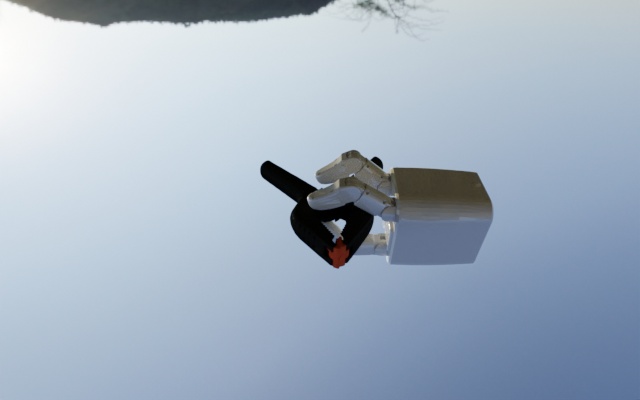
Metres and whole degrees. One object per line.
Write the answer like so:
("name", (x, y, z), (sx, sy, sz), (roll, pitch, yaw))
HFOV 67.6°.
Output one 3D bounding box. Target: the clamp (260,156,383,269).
("clamp", (0.000, 0.003, 0.569), (0.164, 0.036, 0.209), (0, 33, 2))
